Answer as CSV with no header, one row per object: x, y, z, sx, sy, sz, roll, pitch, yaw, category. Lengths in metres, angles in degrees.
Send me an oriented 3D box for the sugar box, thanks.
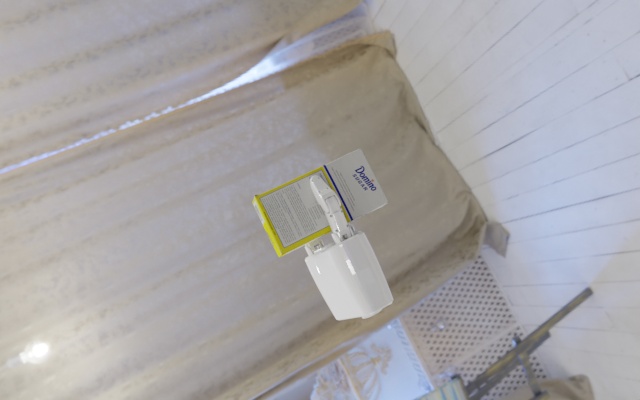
0.000,0.003,0.696,0.176,0.093,0.048,-24,-6,-17,sugar box
